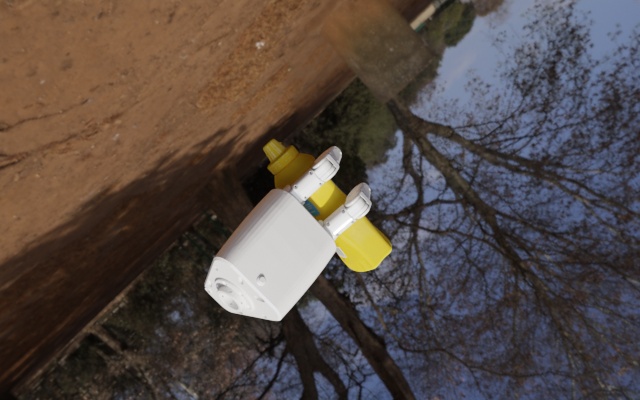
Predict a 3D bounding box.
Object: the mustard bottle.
[{"bbox_3d":[0.000,0.002,0.586,0.058,0.192,0.096,-45,12,-10],"label":"mustard bottle"}]
